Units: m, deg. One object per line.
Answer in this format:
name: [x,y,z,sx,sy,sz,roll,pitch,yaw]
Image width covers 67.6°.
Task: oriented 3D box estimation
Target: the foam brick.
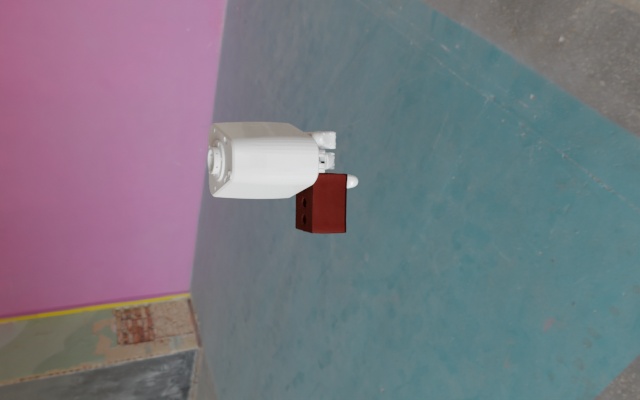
foam brick: [0.000,0.002,0.625,0.051,0.078,0.053,-2,6,-29]
